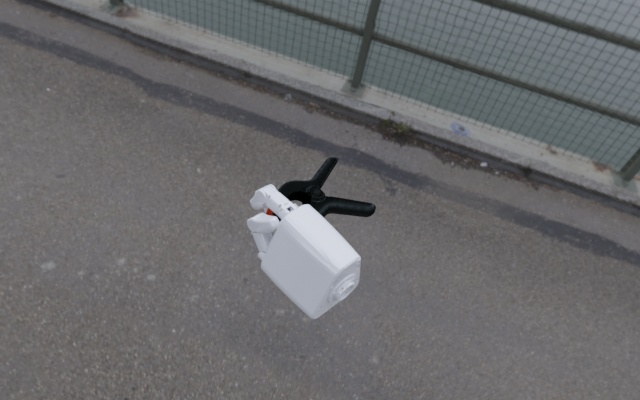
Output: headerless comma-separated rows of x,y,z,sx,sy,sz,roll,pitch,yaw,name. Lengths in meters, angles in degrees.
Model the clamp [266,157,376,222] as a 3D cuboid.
0.000,0.002,0.721,0.171,0.039,0.120,-30,61,-34,clamp
